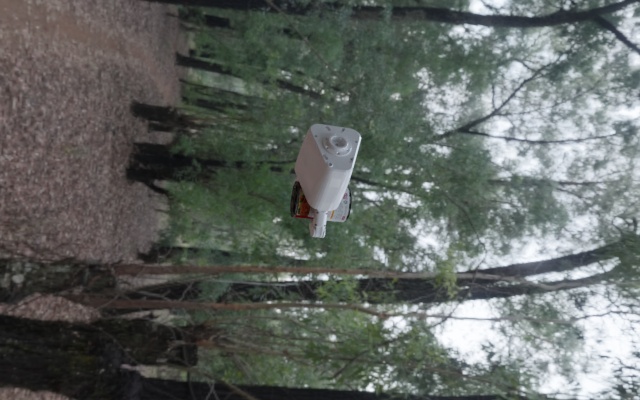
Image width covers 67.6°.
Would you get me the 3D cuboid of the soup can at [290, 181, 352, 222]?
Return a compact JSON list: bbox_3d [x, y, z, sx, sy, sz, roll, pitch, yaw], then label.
[{"bbox_3d":[0.000,0.003,0.889,0.102,0.068,0.068,6,-1,-13],"label":"soup can"}]
